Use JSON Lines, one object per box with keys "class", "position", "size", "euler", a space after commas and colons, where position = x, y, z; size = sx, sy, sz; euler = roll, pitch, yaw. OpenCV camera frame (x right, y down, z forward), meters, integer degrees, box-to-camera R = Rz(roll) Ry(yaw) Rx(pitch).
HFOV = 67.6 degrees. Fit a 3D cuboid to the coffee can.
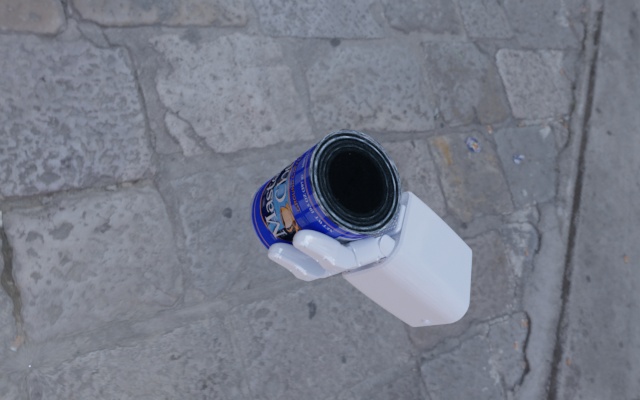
{"class": "coffee can", "position": [0.000, 0.001, 0.494], "size": [0.103, 0.102, 0.140], "euler": [0, -16, -31]}
